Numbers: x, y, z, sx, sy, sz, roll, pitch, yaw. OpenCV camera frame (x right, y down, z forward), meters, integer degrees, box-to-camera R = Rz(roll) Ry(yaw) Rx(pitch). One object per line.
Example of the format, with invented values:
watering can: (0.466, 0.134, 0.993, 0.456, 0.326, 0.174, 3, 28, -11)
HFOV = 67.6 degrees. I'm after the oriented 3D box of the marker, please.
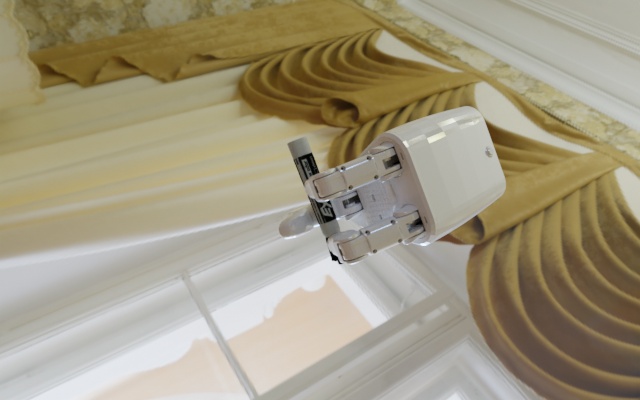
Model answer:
marker: (0.000, 0.001, 0.435, 0.020, 0.121, 0.020, -21, 6, 2)
